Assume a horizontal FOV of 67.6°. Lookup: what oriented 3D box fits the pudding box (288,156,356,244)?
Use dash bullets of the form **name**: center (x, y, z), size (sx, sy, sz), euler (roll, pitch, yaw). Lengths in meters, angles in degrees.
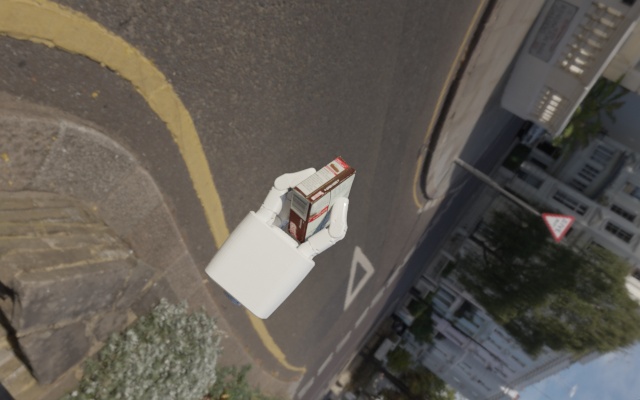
- **pudding box**: center (0.000, 0.002, 0.684), size (0.090, 0.039, 0.114), euler (-37, -21, -28)
